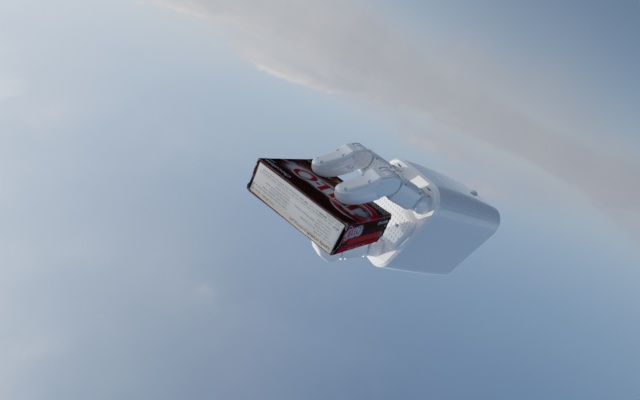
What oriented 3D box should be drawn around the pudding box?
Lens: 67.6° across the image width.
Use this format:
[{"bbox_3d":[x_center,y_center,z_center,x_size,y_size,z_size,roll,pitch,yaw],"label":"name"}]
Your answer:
[{"bbox_3d":[0.000,0.002,0.454,0.113,0.039,0.090,34,20,26],"label":"pudding box"}]
